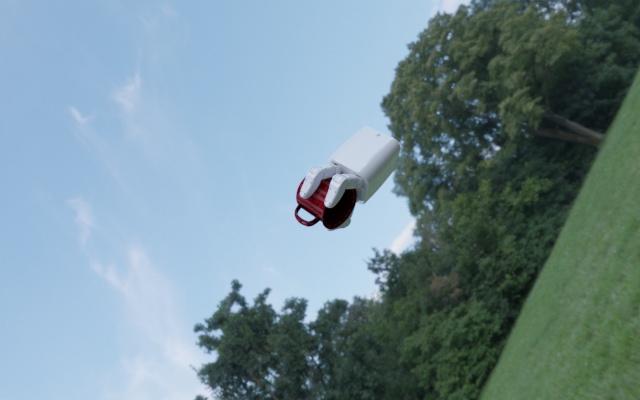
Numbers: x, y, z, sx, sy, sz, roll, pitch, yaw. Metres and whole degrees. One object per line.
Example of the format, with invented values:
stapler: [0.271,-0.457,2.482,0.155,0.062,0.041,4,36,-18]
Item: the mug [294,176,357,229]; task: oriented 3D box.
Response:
mug: [-0.001,0.004,0.898,0.081,0.117,0.093,32,-24,34]
